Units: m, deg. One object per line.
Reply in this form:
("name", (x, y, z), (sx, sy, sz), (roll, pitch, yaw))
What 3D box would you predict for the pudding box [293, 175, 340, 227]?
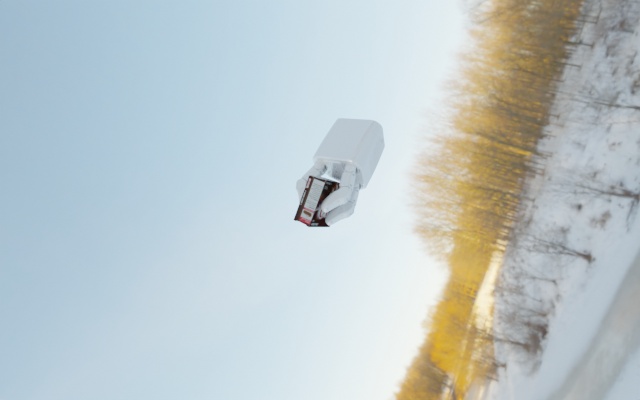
("pudding box", (0.000, 0.003, 0.888), (0.039, 0.090, 0.113), (21, 5, 22))
